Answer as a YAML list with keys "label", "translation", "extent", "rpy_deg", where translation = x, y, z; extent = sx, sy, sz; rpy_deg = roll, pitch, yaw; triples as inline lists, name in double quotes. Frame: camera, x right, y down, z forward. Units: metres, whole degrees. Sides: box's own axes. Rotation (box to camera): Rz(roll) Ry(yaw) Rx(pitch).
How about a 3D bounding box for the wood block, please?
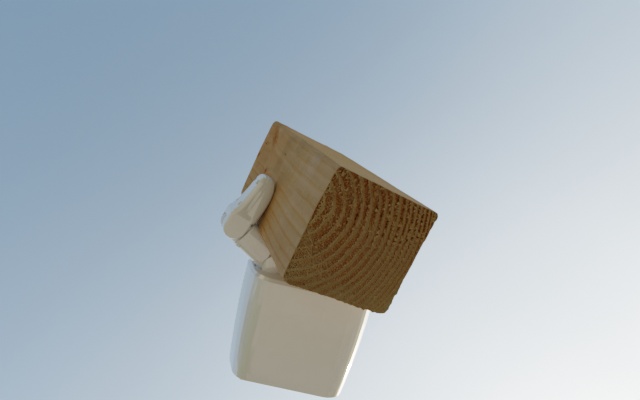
- label: "wood block"
  translation: [0.000, 0.002, 0.426]
  extent: [0.091, 0.090, 0.206]
  rpy_deg: [23, 9, -23]
